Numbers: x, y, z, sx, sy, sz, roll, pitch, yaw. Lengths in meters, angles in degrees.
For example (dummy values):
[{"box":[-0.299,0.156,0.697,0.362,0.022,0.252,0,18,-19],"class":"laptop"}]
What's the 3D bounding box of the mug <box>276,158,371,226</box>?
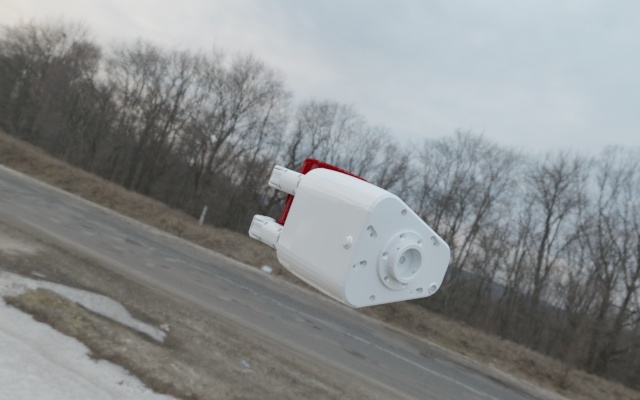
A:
[{"box":[-0.001,0.001,0.537,0.093,0.081,0.117,22,1,-36],"class":"mug"}]
